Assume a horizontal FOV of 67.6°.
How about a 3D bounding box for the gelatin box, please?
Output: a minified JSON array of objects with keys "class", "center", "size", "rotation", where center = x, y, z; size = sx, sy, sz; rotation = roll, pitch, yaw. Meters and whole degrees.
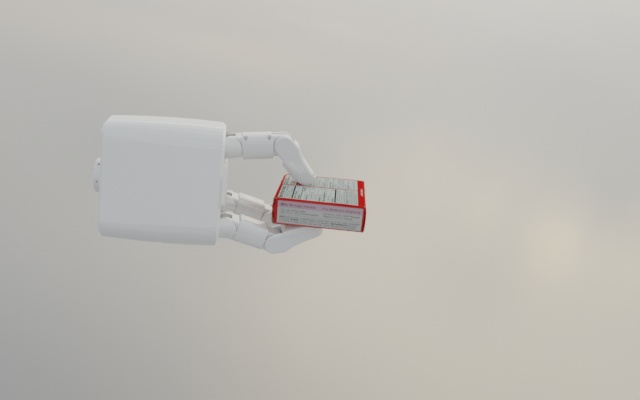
[{"class":"gelatin box","center":[0.000,0.001,0.478],"size":[0.089,0.030,0.073],"rotation":[5,22,1]}]
